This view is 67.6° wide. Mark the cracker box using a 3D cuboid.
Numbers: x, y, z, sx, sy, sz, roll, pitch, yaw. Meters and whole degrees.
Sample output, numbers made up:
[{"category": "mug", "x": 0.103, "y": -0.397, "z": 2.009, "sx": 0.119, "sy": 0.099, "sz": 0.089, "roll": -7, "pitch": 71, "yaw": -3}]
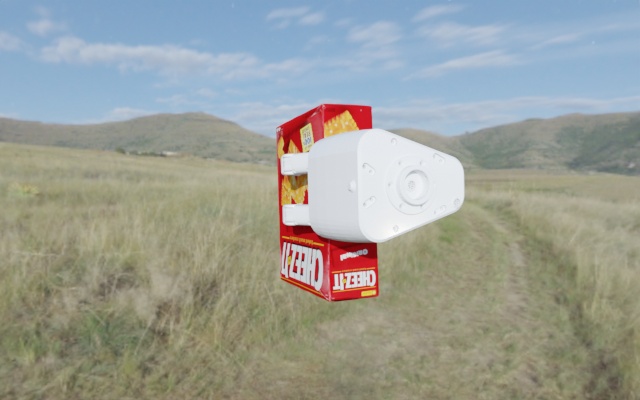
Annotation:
[{"category": "cracker box", "x": 0.000, "y": 0.002, "z": 0.588, "sx": 0.072, "sy": 0.213, "sz": 0.164, "roll": -2, "pitch": 1, "yaw": -23}]
